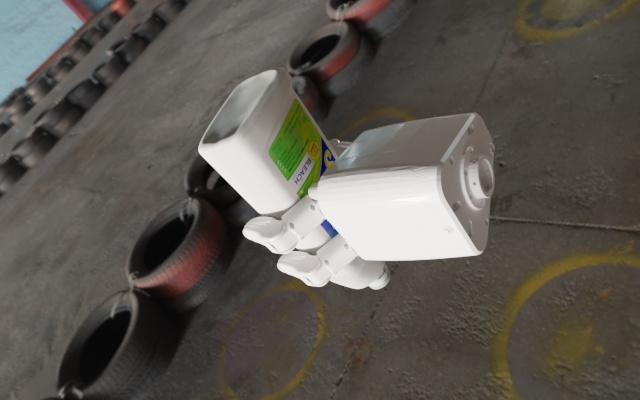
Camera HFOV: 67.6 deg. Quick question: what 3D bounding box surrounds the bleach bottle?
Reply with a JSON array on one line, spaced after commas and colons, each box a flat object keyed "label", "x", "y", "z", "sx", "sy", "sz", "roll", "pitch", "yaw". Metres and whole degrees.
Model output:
[{"label": "bleach bottle", "x": 0.000, "y": 0.002, "z": 0.464, "sx": 0.068, "sy": 0.102, "sz": 0.251, "roll": -7, "pitch": -43, "yaw": 40}]
